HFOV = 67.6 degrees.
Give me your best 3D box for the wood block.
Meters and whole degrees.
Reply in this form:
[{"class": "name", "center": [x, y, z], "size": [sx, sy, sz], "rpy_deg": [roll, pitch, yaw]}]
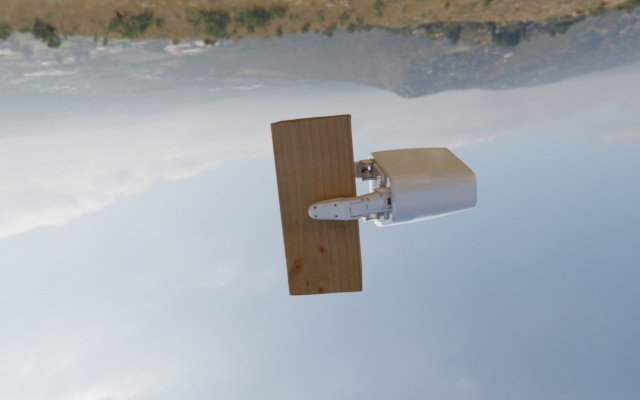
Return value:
[{"class": "wood block", "center": [0.000, 0.002, 0.589], "size": [0.090, 0.206, 0.091], "rpy_deg": [-4, 11, 6]}]
